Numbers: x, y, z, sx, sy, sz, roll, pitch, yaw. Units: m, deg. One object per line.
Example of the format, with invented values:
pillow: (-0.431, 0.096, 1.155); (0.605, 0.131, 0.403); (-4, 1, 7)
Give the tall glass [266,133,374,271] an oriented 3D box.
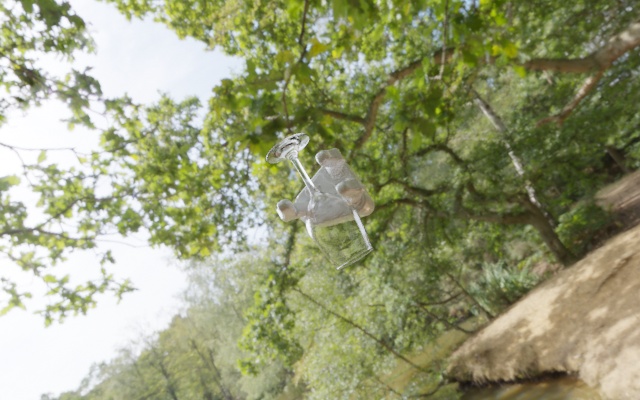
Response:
tall glass: (0.000, 0.002, 0.708); (0.079, 0.201, 0.079); (-29, -14, -8)
